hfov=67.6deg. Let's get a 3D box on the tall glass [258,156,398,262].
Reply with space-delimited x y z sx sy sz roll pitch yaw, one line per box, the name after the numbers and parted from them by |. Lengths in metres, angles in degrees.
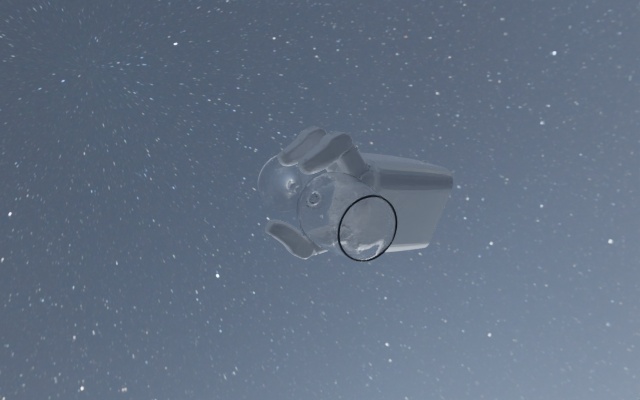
0.000 0.002 0.507 0.079 0.079 0.201 0 14 -26 | tall glass
